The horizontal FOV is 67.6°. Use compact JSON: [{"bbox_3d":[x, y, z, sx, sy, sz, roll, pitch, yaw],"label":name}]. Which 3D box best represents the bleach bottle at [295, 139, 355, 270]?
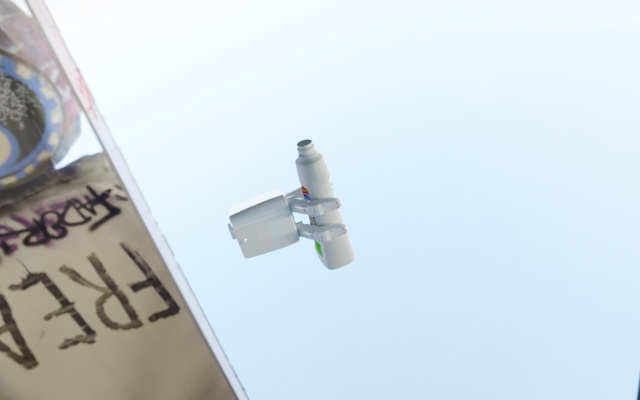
[{"bbox_3d":[0.000,0.003,0.879,0.068,0.251,0.102,-20,30,-8],"label":"bleach bottle"}]
